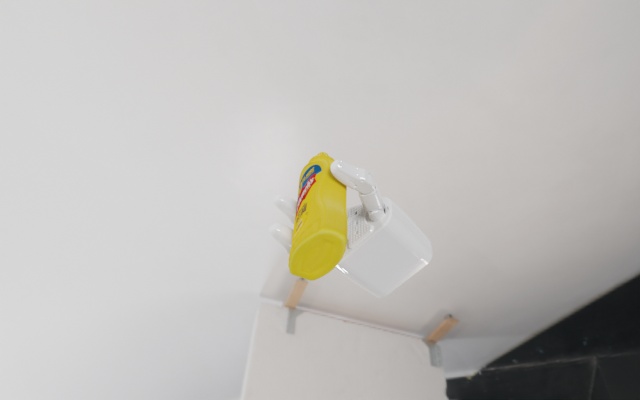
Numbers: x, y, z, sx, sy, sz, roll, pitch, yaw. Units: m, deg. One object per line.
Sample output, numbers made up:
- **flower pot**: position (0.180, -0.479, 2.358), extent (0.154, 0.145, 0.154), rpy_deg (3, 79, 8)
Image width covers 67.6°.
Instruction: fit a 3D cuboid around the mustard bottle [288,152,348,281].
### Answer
- **mustard bottle**: position (0.000, 0.002, 0.619), extent (0.058, 0.191, 0.096), rpy_deg (20, -49, -14)
